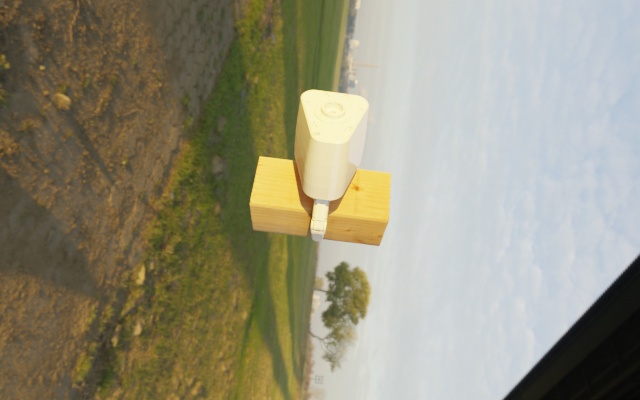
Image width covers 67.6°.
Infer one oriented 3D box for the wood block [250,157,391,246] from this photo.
[{"bbox_3d":[0.000,0.003,0.755,0.206,0.090,0.090,7,-31,0],"label":"wood block"}]
